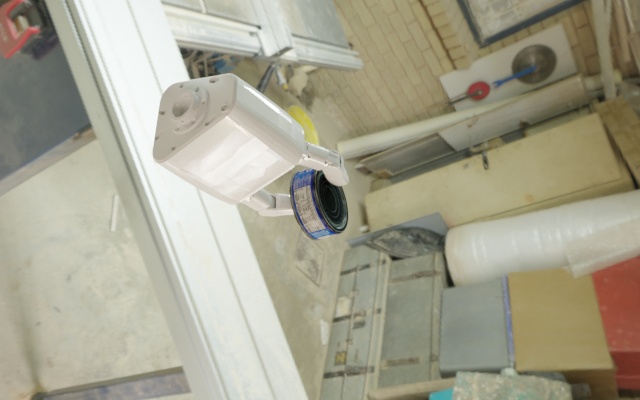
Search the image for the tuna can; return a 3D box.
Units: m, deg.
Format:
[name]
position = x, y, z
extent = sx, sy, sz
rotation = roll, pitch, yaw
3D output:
[tuna can]
position = 0.001, 0.002, 0.564
extent = 0.034, 0.086, 0.086
rotation = -17, -7, 24
